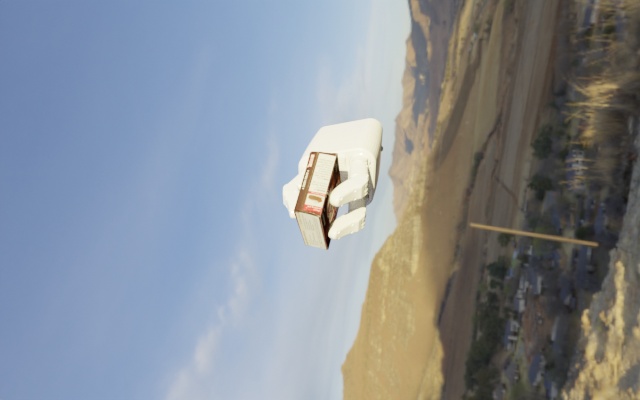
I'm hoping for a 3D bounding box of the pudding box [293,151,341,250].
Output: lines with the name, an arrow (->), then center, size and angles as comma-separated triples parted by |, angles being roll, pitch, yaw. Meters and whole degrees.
pudding box -> 0.000, 0.002, 0.621 | 0.039, 0.090, 0.113 | 8, -25, 13
